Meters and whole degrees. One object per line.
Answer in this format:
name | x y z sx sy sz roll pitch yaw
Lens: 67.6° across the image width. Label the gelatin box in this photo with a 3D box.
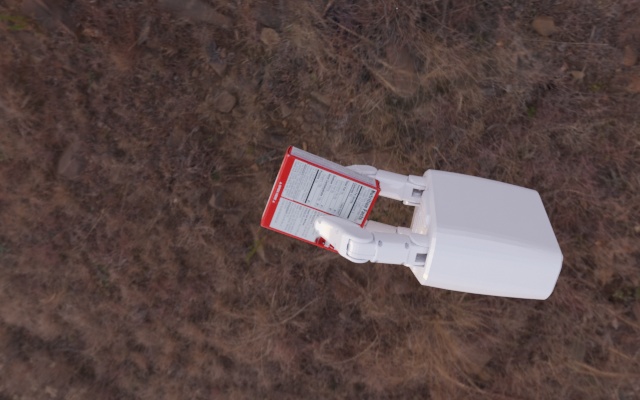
gelatin box | 0.000 0.001 0.431 0.089 0.073 0.030 20 22 -7
